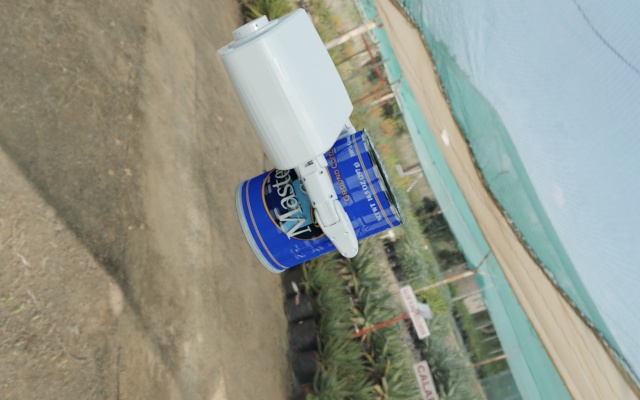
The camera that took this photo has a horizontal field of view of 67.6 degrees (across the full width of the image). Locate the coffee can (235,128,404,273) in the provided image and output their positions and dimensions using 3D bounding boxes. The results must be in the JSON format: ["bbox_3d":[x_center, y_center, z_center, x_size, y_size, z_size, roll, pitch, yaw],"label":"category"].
[{"bbox_3d":[0.000,0.002,0.485,0.140,0.103,0.103,-23,-5,12],"label":"coffee can"}]
